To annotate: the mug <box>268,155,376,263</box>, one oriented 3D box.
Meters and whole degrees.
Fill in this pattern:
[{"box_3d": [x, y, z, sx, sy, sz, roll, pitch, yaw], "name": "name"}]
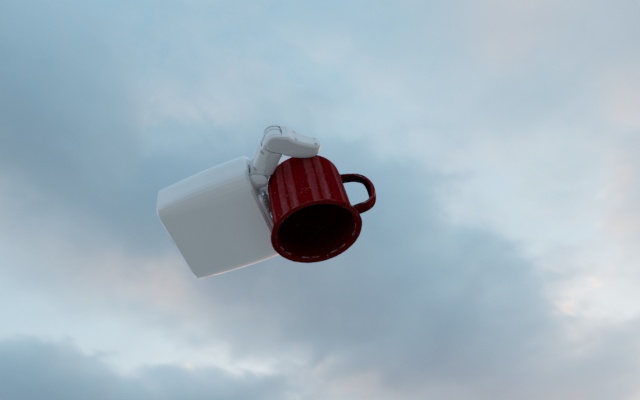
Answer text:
[{"box_3d": [0.001, 0.001, 0.502, 0.117, 0.081, 0.093, -18, -44, 2], "name": "mug"}]
